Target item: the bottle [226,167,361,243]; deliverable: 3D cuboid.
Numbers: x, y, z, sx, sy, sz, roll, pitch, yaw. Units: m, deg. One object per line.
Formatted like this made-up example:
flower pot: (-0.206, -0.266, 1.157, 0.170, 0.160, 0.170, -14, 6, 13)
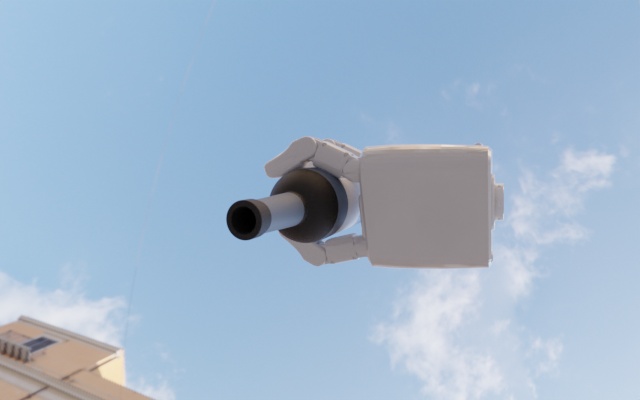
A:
bottle: (0.000, 0.001, 0.455, 0.069, 0.069, 0.295, 0, 5, 21)
